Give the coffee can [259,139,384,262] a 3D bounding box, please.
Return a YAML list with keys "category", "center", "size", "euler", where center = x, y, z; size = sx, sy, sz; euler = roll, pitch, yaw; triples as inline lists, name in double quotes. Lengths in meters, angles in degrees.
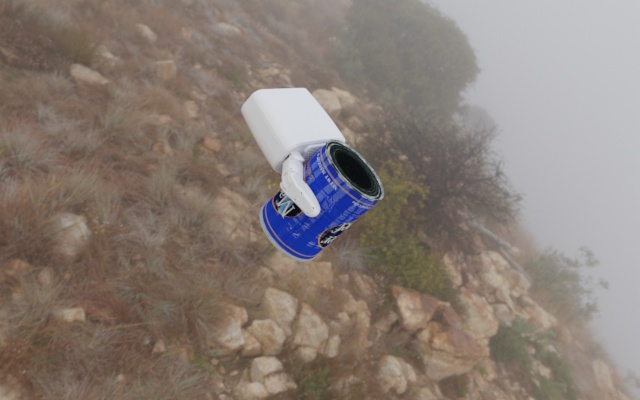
- category: "coffee can"
  center: [0.000, 0.002, 0.644]
  size: [0.140, 0.102, 0.103]
  euler: [-43, -23, 26]
